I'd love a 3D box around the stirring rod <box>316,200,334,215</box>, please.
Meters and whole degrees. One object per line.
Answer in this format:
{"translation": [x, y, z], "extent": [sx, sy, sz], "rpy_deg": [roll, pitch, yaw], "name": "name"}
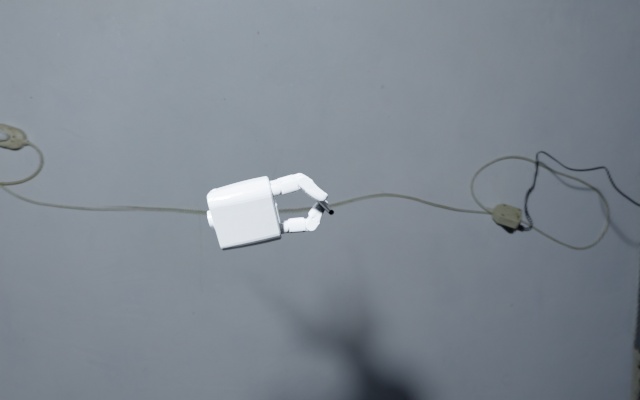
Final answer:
{"translation": [0.000, 0.003, 0.818], "extent": [0.011, 0.011, 0.239], "rpy_deg": [0, 7, -8], "name": "stirring rod"}
